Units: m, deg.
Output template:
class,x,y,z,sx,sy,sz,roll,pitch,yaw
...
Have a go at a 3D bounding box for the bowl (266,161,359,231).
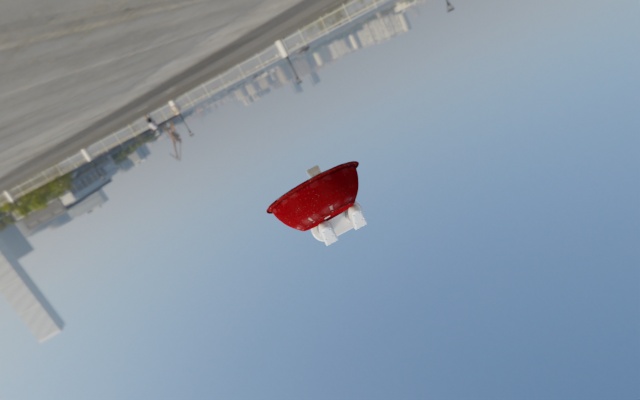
class,x,y,z,sx,sy,sz,roll,pitch,yaw
bowl,0.000,0.003,0.736,0.162,0.055,0.162,-28,-8,-4
